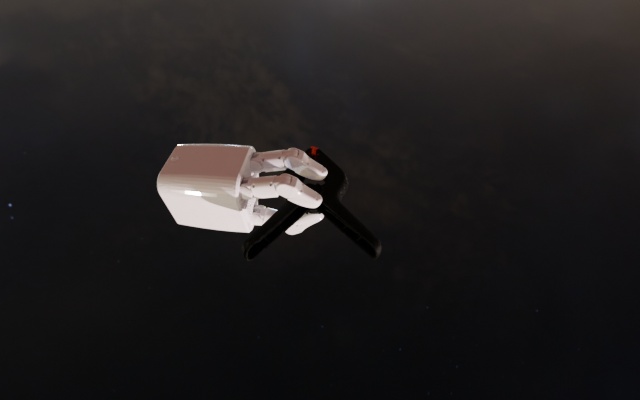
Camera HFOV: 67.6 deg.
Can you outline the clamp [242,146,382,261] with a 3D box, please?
[{"bbox_3d":[0.000,0.002,0.627,0.164,0.036,0.209,4,42,6],"label":"clamp"}]
